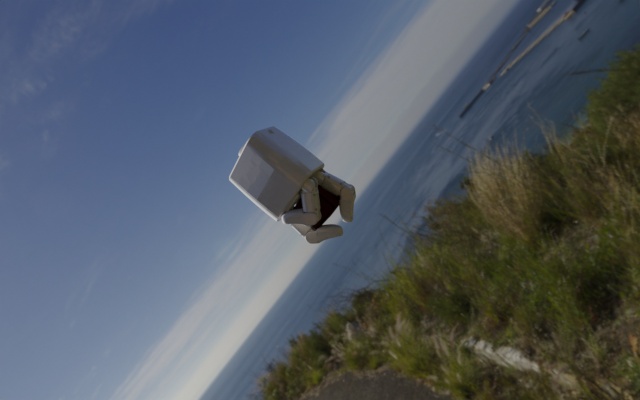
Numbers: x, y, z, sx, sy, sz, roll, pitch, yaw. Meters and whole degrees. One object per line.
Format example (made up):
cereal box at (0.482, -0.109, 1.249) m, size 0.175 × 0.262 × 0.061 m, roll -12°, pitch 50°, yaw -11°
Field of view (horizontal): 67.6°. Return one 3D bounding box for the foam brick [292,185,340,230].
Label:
foam brick at (0.000, 0.003, 0.769) m, size 0.051 × 0.053 × 0.078 m, roll 39°, pitch 22°, yaw 4°
